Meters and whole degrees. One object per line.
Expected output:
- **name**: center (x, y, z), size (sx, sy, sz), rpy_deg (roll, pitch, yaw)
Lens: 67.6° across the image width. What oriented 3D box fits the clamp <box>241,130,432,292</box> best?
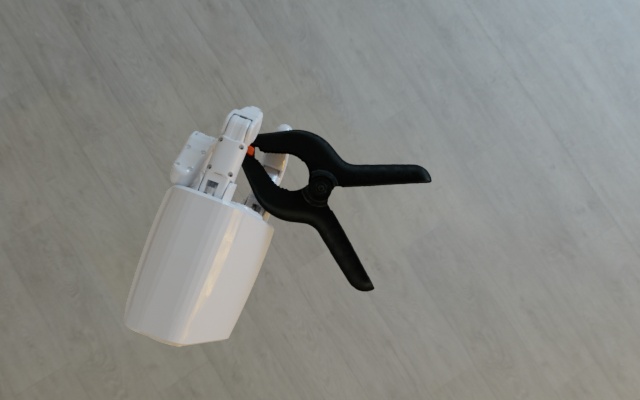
- **clamp**: center (0.000, 0.001, 0.411), size (0.171, 0.120, 0.039), rpy_deg (20, -9, -2)
